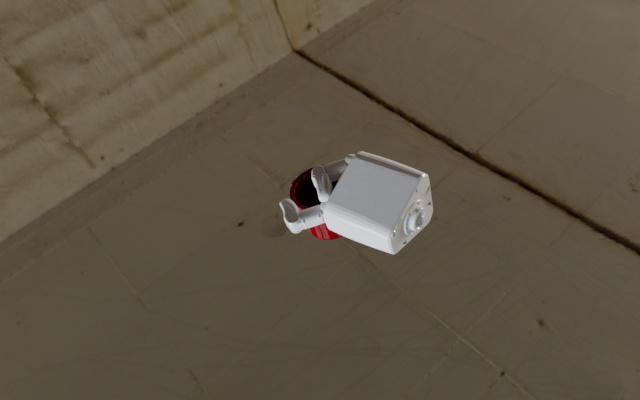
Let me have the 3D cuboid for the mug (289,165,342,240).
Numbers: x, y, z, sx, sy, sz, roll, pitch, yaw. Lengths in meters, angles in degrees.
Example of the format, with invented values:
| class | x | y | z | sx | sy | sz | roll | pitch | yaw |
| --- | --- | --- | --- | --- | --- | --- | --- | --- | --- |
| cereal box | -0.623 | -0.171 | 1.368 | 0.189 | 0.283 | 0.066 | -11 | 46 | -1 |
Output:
| class | x | y | z | sx | sy | sz | roll | pitch | yaw |
| --- | --- | --- | --- | --- | --- | --- | --- | --- | --- |
| mug | -0.001 | 0.002 | 0.735 | 0.117 | 0.082 | 0.093 | 22 | 58 | 36 |
